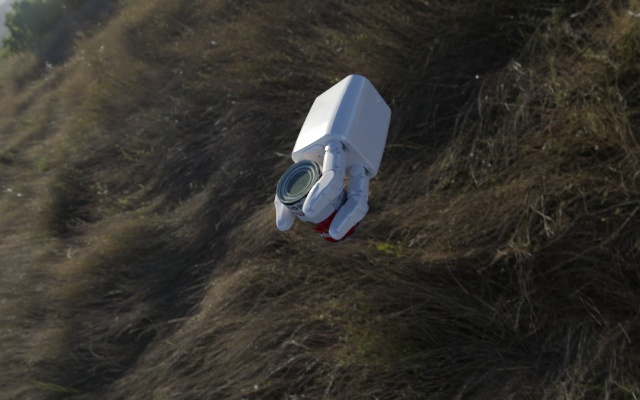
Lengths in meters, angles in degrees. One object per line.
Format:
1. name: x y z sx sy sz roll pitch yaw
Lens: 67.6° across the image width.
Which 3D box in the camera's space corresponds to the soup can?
1. soup can: 0.000 0.002 0.618 0.068 0.068 0.102 0 -31 42
